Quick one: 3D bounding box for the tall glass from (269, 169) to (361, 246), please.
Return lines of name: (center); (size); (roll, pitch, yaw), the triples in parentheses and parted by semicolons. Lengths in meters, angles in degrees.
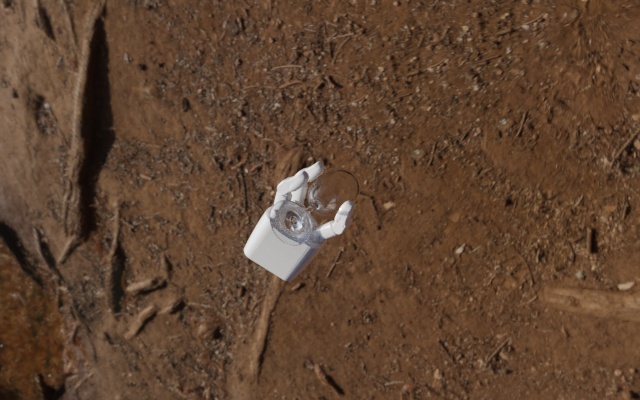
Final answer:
tall glass: (0.000, 0.003, 0.801); (0.079, 0.079, 0.201); (0, 19, 30)
